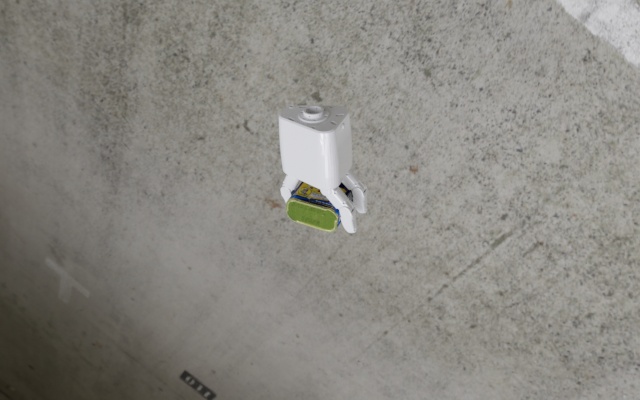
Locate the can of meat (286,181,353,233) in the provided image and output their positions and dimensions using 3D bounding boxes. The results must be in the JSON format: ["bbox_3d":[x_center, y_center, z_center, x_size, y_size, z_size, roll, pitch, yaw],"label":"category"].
[{"bbox_3d":[0.000,0.003,0.838,0.102,0.057,0.084,15,41,17],"label":"can of meat"}]
